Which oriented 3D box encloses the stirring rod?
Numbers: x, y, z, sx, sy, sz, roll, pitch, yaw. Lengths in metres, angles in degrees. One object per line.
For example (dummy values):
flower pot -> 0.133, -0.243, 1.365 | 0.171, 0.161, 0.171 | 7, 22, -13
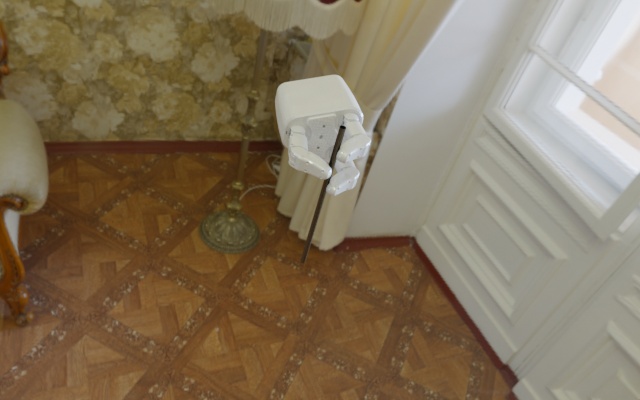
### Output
stirring rod -> 0.000, 0.002, 0.647 | 0.011, 0.240, 0.011 | 10, 39, -8
